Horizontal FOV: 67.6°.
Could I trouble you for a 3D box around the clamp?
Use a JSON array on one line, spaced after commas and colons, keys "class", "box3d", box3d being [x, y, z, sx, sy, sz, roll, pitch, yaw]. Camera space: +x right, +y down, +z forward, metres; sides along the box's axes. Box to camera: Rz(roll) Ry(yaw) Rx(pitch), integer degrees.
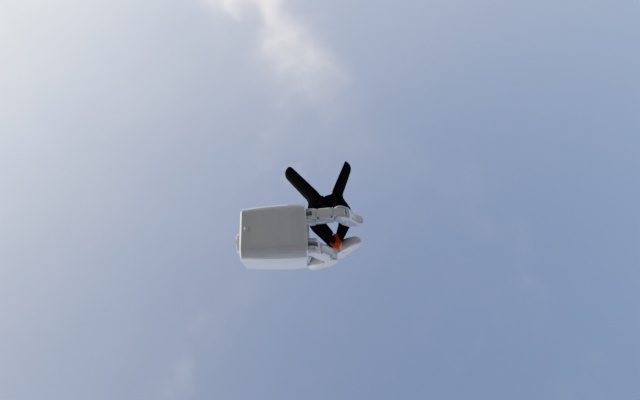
[{"class": "clamp", "box3d": [0.000, 0.003, 0.828, 0.120, 0.171, 0.039, -2, -33, -3]}]
